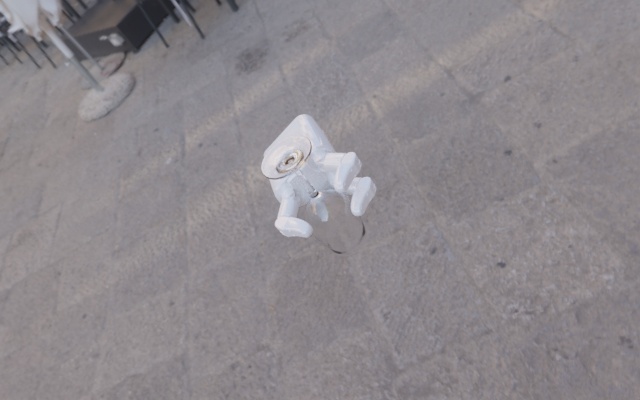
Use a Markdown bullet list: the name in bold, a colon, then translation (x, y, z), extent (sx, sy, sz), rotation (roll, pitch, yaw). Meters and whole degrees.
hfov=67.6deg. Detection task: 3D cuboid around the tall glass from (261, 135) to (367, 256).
- **tall glass**: translation (0.000, 0.002, 0.678), extent (0.079, 0.079, 0.201), rotation (0, -37, 34)
